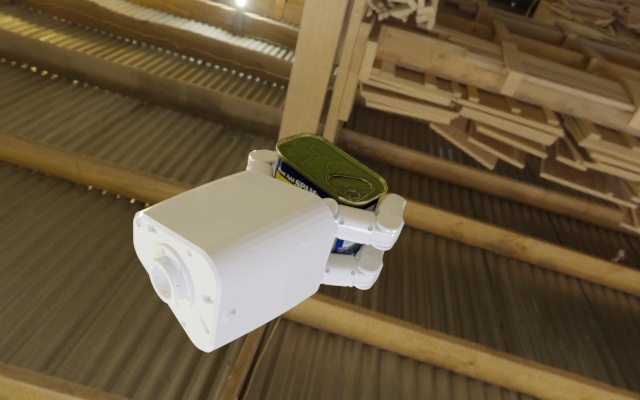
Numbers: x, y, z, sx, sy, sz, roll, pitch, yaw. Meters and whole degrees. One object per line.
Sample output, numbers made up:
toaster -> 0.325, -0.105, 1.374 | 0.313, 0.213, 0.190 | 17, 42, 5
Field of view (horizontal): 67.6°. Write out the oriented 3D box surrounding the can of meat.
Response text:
can of meat -> 0.000, 0.002, 0.433 | 0.102, 0.084, 0.057 | 37, 41, 26
